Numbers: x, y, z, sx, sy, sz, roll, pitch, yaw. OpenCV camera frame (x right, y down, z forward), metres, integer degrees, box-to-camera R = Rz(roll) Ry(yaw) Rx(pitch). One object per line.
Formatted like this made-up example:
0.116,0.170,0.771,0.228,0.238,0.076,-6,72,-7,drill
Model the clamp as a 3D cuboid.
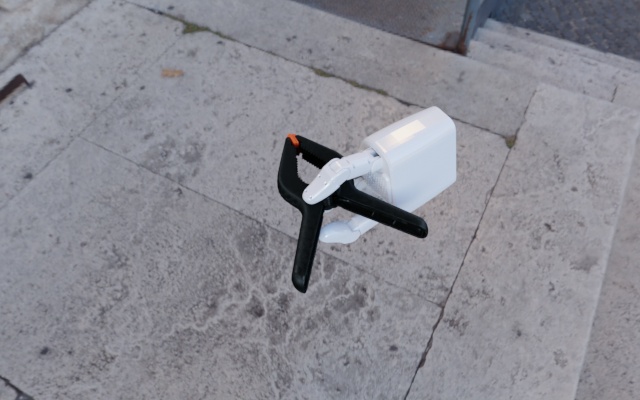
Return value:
0.000,0.001,0.563,0.164,0.210,0.036,-28,-32,-18,clamp
